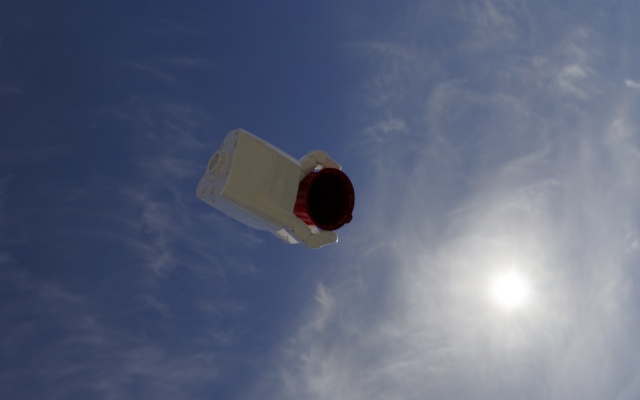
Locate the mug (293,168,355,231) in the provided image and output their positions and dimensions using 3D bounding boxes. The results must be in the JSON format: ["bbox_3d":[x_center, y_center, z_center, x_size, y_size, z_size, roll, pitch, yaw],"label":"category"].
[{"bbox_3d":[0.001,0.003,0.738,0.117,0.093,0.081,33,-17,-33],"label":"mug"}]
